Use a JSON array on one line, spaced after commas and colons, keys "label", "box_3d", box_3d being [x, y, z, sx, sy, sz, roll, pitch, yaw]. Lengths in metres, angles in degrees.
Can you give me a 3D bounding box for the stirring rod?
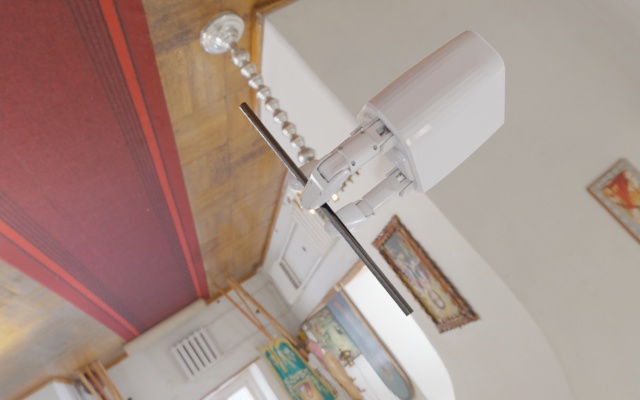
[{"label": "stirring rod", "box_3d": [0.000, 0.001, 0.417, 0.011, 0.239, 0.011, -36, -15, -11]}]
